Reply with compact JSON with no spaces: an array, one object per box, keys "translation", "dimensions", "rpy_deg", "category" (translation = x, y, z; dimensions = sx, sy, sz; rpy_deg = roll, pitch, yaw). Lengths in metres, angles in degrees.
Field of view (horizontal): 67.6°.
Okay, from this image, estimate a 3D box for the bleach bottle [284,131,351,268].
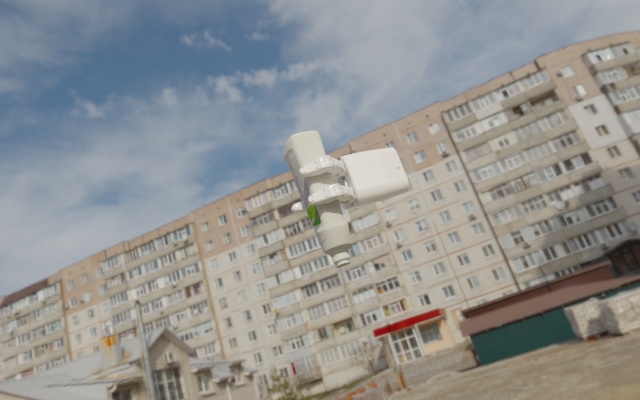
[{"translation":[0.000,0.003,0.876],"dimensions":[0.068,0.250,0.103],"rpy_deg":[-13,-19,-16],"category":"bleach bottle"}]
